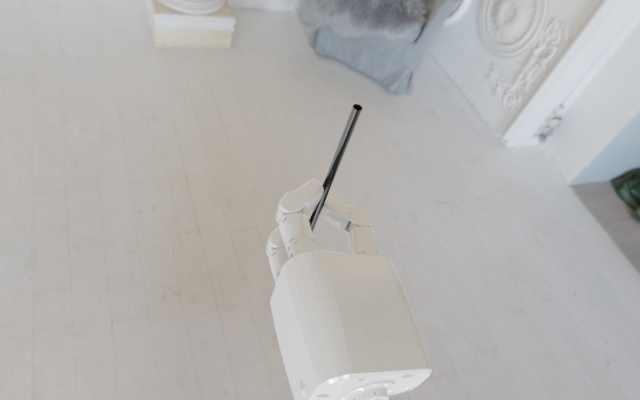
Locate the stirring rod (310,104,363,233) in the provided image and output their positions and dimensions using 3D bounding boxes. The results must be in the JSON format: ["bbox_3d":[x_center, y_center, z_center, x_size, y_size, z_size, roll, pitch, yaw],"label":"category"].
[{"bbox_3d":[0.000,0.002,0.472,0.011,0.011,0.240,0,-39,-19],"label":"stirring rod"}]
